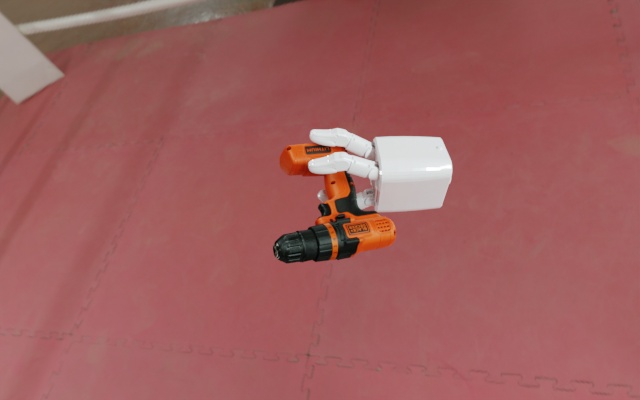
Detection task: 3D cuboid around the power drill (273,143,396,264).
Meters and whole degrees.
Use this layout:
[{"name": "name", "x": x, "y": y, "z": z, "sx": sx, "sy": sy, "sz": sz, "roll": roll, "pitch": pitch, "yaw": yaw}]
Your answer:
[{"name": "power drill", "x": 0.000, "y": 0.002, "z": 0.705, "sx": 0.184, "sy": 0.187, "sz": 0.057, "roll": -6, "pitch": -32, "yaw": -25}]
